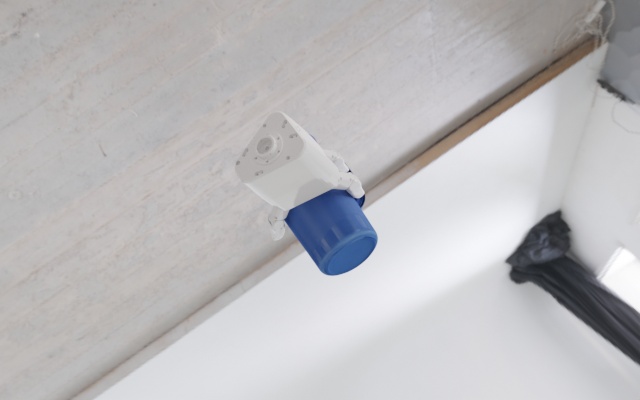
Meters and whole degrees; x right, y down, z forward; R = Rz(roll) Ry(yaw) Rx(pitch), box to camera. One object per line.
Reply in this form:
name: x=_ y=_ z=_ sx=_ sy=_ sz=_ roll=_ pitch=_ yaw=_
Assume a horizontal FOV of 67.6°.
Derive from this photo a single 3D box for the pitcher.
pitcher: x=0.000 y=0.003 z=0.816 sx=0.149 sy=0.242 sz=0.145 roll=-38 pitch=-33 yaw=5
